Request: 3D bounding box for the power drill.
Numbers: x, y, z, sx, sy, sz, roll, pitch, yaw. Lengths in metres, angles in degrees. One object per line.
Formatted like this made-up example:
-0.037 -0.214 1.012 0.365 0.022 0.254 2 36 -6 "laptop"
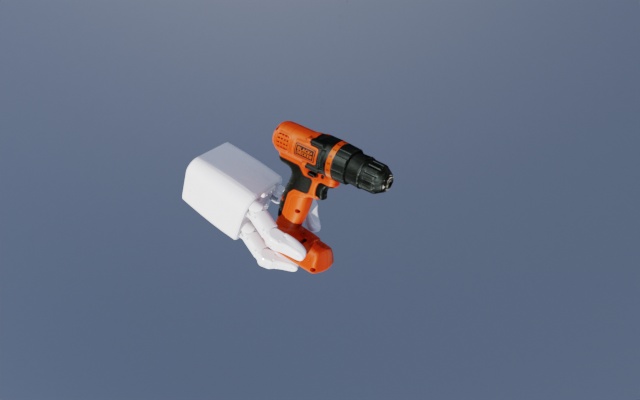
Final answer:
0.000 0.002 0.656 0.184 0.188 0.057 29 27 30 "power drill"
